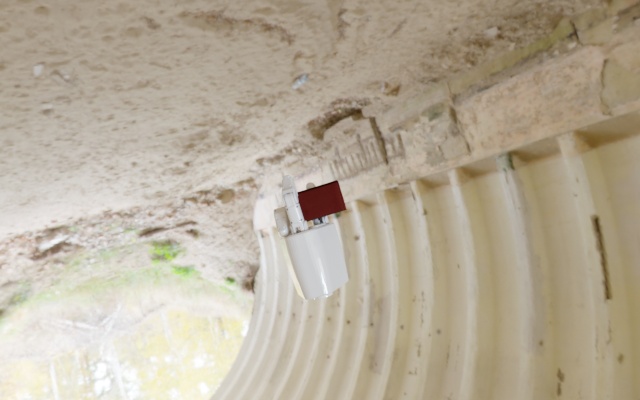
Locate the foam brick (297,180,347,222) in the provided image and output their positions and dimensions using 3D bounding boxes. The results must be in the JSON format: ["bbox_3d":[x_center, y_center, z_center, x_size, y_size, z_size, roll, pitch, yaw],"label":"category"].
[{"bbox_3d":[0.000,0.002,0.796,0.078,0.051,0.053,-17,-3,6],"label":"foam brick"}]
